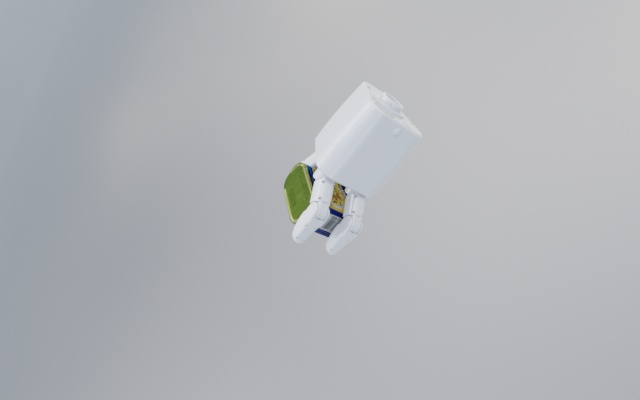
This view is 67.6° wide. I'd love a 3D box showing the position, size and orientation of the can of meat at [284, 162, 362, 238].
[{"bbox_3d":[0.000,0.002,0.664,0.084,0.057,0.102,24,31,-33],"label":"can of meat"}]
